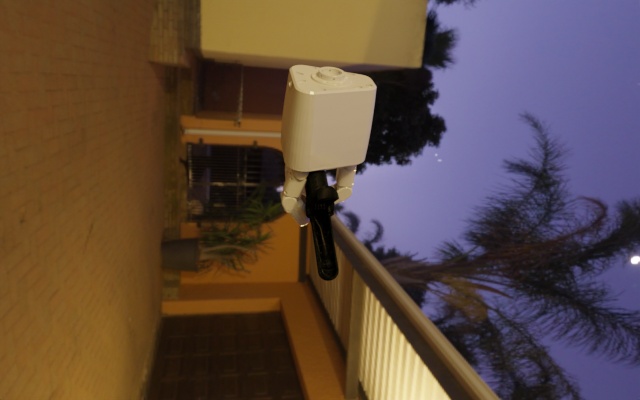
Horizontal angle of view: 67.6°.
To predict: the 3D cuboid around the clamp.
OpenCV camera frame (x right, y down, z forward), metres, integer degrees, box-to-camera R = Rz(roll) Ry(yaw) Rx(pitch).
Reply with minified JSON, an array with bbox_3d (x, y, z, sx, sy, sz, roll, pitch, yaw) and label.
[{"bbox_3d":[0.001,0.002,0.599,0.039,0.120,0.171,-1,36,-11],"label":"clamp"}]
